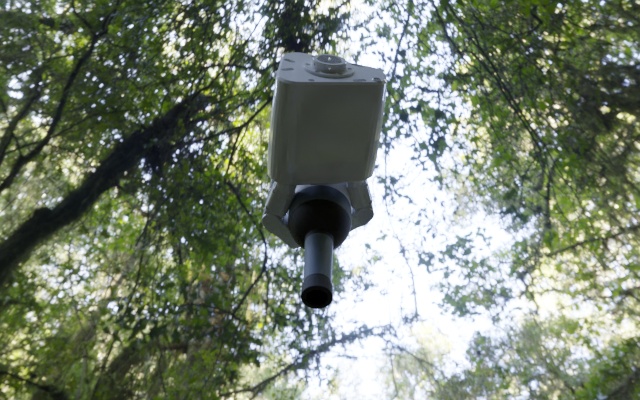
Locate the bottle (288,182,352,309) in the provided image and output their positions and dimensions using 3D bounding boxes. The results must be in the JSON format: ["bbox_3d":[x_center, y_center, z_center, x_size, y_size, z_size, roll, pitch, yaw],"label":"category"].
[{"bbox_3d":[0.000,0.002,0.527,0.069,0.069,0.295,0,33,1],"label":"bottle"}]
